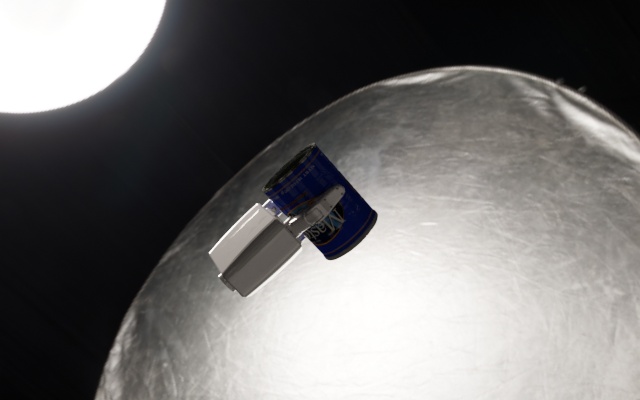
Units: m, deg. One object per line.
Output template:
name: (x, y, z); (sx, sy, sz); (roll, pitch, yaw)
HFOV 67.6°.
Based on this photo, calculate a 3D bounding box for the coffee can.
coffee can: (0.000, 0.002, 0.693); (0.103, 0.140, 0.102); (-40, 12, 11)
